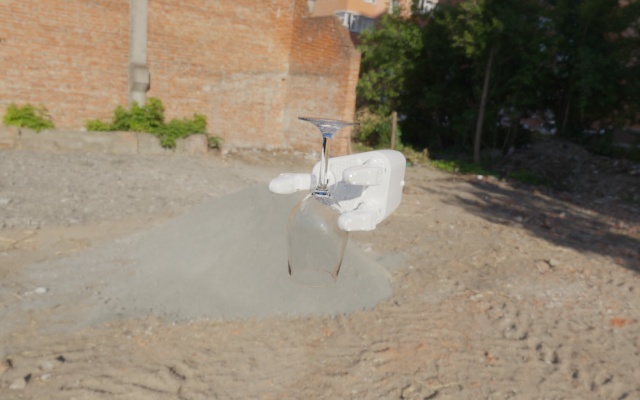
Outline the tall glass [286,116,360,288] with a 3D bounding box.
[{"bbox_3d":[0.000,0.001,0.585,0.079,0.201,0.079,6,12,-1],"label":"tall glass"}]
